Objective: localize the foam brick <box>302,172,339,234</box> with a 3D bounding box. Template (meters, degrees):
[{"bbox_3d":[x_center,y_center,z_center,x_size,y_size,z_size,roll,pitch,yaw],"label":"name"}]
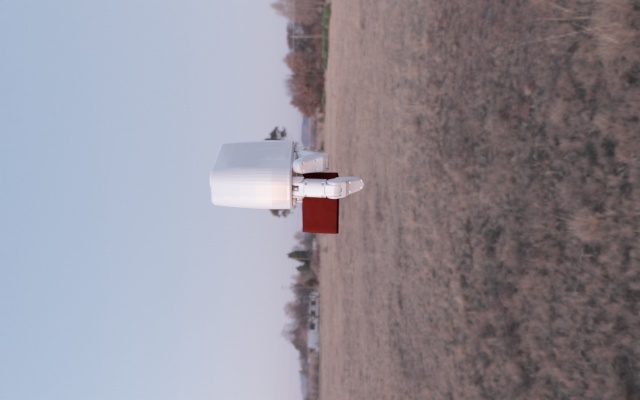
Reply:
[{"bbox_3d":[0.000,0.003,0.677,0.051,0.078,0.053,0,17,-1],"label":"foam brick"}]
